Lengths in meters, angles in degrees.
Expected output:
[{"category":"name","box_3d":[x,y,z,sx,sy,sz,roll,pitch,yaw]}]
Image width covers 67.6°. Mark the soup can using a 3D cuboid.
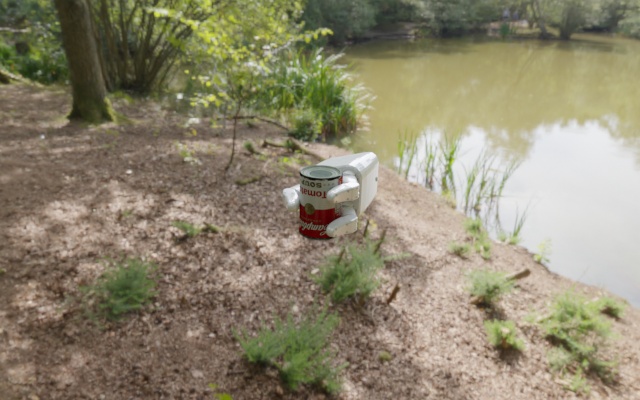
[{"category":"soup can","box_3d":[0.000,0.002,0.748,0.068,0.102,0.068,1,22,-1]}]
